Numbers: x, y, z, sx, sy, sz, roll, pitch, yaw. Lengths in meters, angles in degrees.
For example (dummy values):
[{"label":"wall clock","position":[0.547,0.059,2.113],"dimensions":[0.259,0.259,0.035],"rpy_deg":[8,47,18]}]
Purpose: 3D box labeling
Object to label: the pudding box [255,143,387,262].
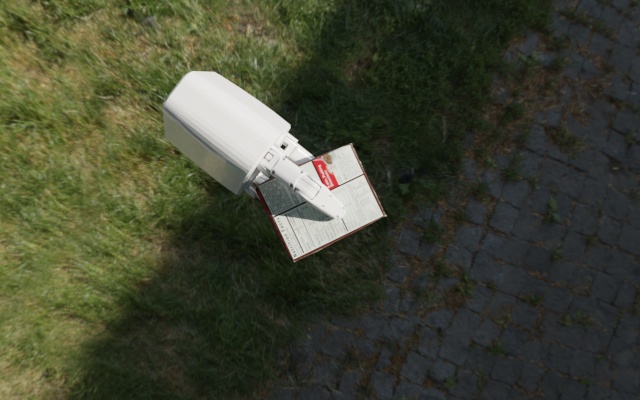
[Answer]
[{"label":"pudding box","position":[0.000,0.002,0.508],"dimensions":[0.113,0.090,0.039],"rpy_deg":[-25,1,-4]}]
